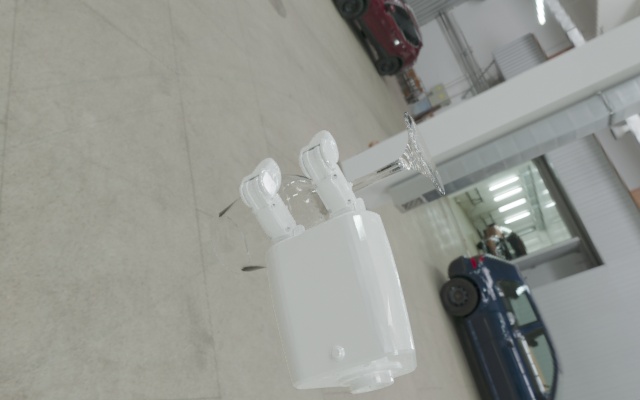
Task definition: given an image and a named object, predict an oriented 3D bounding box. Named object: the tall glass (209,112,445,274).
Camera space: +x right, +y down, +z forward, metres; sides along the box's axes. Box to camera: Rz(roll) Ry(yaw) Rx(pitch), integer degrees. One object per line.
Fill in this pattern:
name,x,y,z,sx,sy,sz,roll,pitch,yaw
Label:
tall glass,0.001,0.001,0.420,0.201,0.079,0.079,-25,-9,19
